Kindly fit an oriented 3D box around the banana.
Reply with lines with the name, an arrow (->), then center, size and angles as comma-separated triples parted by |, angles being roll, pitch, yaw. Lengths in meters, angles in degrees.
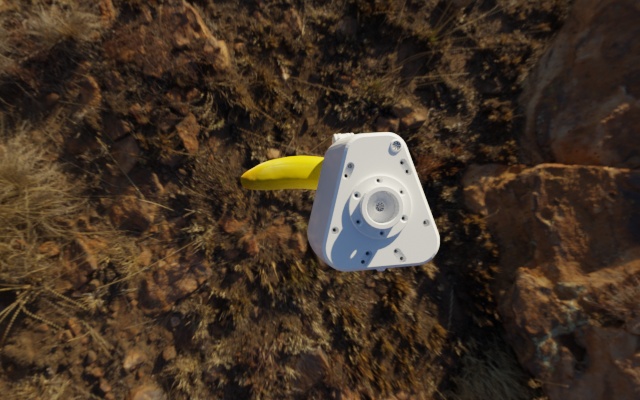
banana -> 0.010, -0.014, 0.551 | 0.198, 0.069, 0.037 | 21, 6, -7
